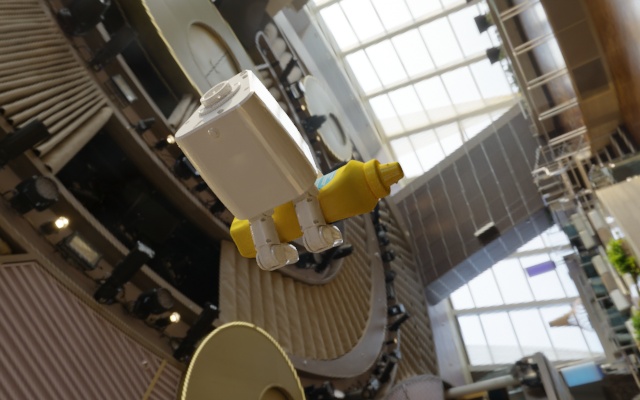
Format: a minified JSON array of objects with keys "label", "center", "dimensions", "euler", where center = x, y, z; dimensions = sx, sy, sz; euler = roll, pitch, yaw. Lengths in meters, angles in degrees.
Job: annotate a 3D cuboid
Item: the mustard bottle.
[{"label":"mustard bottle","center":[0.000,0.002,0.523],"dimensions":[0.191,0.058,0.096],"euler":[-23,6,22]}]
